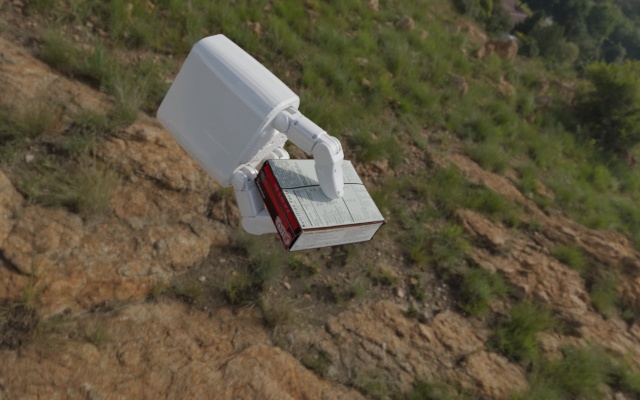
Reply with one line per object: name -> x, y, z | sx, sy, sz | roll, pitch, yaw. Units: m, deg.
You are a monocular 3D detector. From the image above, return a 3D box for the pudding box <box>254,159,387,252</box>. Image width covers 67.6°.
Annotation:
pudding box -> 0.000, 0.001, 0.486 | 0.113, 0.090, 0.039 | -5, -35, -36
